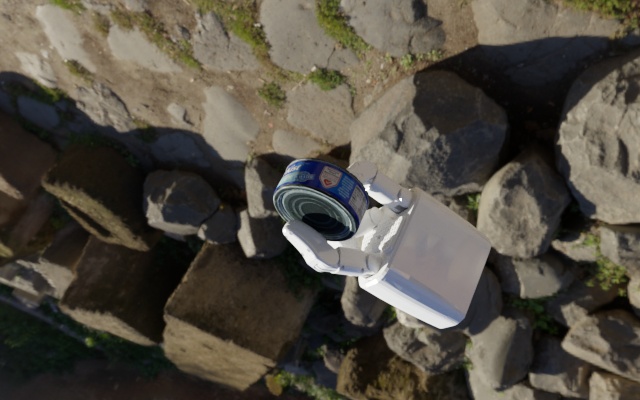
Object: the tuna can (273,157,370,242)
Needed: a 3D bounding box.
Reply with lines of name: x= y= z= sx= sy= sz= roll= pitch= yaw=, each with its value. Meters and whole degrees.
tuna can: x=0.000 y=0.002 z=0.445 sx=0.086 sy=0.033 sz=0.086 roll=18 pitch=-32 yaw=12
